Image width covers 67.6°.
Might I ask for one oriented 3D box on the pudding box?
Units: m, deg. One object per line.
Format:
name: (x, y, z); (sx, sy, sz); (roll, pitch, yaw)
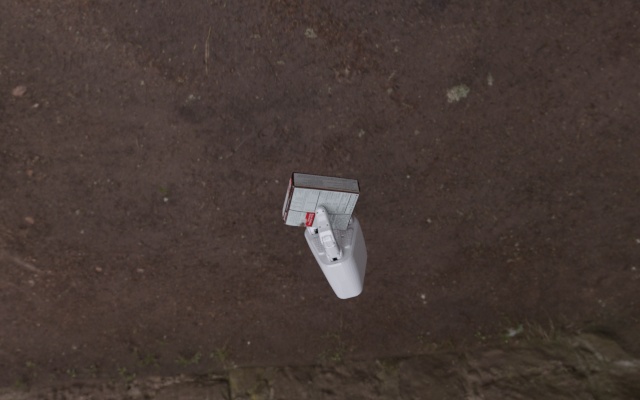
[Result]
pudding box: (0.000, 0.003, 0.781); (0.113, 0.090, 0.039); (5, 42, -13)
